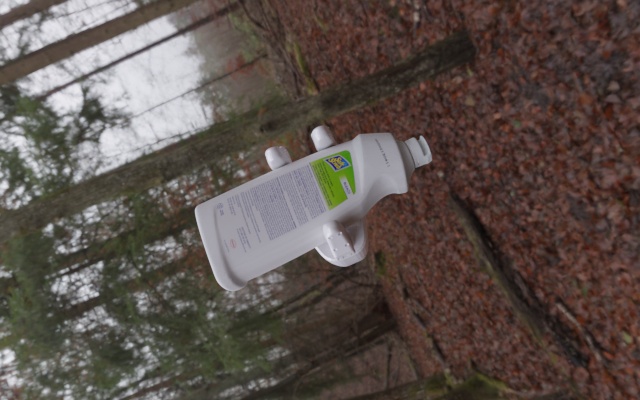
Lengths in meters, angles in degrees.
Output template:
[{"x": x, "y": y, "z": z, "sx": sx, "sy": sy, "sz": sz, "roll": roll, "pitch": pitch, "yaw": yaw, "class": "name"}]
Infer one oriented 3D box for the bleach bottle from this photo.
[{"x": 0.000, "y": 0.002, "z": 0.507, "sx": 0.251, "sy": 0.102, "sz": 0.068, "roll": -23, "pitch": -16, "yaw": 3, "class": "bleach bottle"}]
